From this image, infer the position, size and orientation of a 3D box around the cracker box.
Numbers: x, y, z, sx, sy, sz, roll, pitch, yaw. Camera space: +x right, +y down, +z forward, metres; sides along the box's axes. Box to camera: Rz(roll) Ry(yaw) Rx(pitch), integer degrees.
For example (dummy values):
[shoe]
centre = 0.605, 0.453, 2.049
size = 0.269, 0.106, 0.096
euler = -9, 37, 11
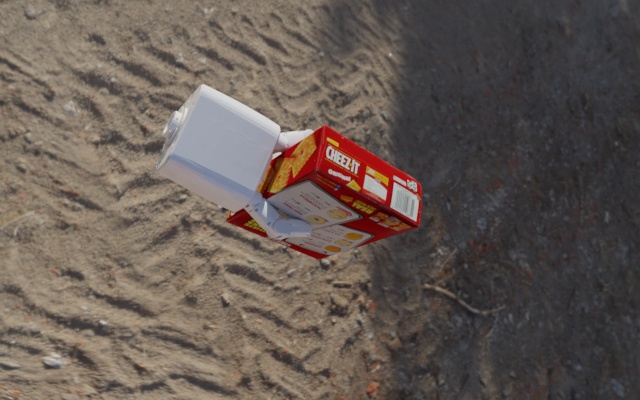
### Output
[cracker box]
centre = 0.000, 0.002, 0.632
size = 0.164, 0.072, 0.214
euler = 27, -31, -28
